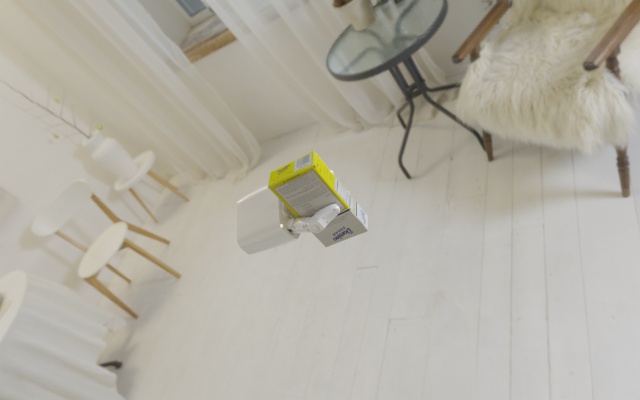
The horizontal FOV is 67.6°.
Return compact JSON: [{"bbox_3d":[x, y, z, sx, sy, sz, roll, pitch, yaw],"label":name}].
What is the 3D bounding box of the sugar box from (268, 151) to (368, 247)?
[{"bbox_3d":[0.000,0.002,0.824,0.093,0.048,0.176,-23,-50,24],"label":"sugar box"}]
